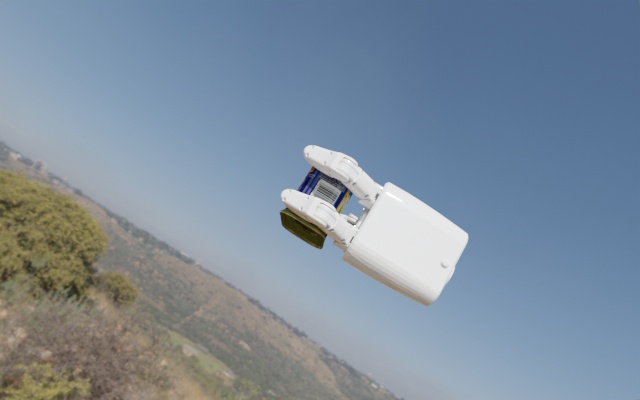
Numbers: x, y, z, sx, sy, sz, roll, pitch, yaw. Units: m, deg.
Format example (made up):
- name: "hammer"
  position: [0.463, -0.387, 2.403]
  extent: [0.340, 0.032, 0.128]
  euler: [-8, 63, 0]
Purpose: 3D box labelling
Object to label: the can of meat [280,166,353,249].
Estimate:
- name: "can of meat"
  position: [0.000, 0.002, 0.553]
  extent: [0.057, 0.084, 0.102]
  euler: [31, -13, 5]
